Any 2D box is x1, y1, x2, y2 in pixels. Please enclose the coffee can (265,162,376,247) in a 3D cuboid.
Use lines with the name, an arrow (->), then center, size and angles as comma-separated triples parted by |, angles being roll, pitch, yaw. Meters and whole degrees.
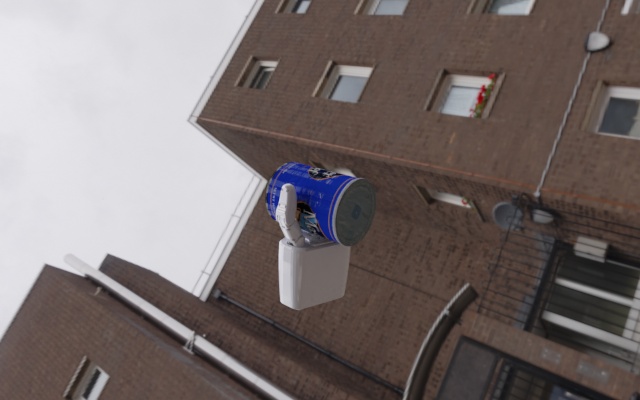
coffee can -> 0.000, 0.002, 0.738 | 0.140, 0.103, 0.103 | 17, 10, 36
